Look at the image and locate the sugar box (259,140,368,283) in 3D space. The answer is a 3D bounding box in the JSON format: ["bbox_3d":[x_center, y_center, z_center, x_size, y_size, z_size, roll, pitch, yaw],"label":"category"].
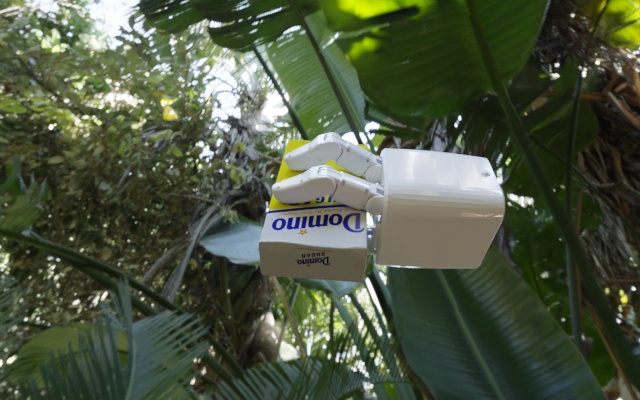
[{"bbox_3d":[0.000,0.001,0.473,0.093,0.048,0.176,3,34,2],"label":"sugar box"}]
